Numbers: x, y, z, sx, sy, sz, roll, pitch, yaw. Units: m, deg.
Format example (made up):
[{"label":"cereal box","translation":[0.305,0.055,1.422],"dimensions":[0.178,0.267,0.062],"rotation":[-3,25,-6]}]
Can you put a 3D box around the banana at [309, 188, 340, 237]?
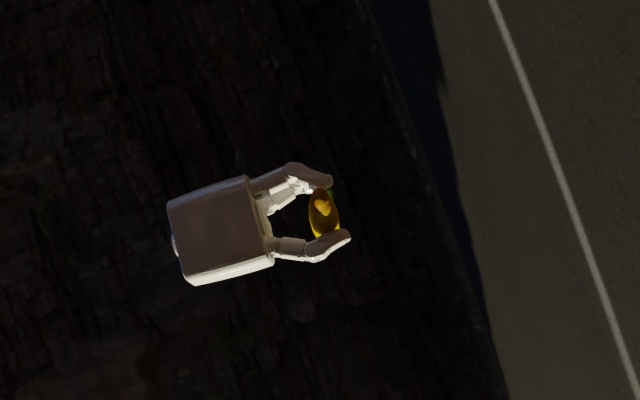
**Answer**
[{"label":"banana","translation":[0.004,0.020,0.632],"dimensions":[0.037,0.069,0.198],"rotation":[-13,0,3]}]
